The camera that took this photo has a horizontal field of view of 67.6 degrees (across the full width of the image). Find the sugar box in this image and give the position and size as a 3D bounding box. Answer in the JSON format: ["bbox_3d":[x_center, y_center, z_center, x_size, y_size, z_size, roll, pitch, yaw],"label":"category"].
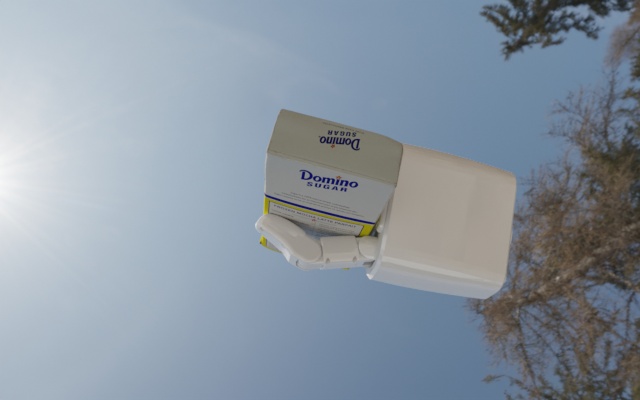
[{"bbox_3d":[0.000,0.001,0.401,0.093,0.048,0.176,15,-30,-2],"label":"sugar box"}]
